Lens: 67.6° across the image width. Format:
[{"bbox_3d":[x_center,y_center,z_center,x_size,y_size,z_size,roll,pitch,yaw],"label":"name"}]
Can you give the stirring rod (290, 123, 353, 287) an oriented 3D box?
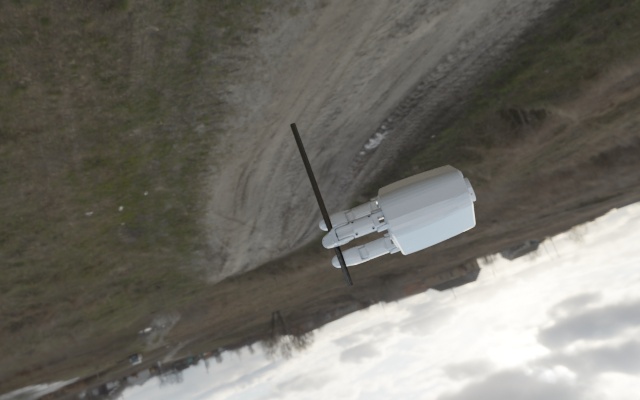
[{"bbox_3d":[0.000,0.002,0.657,0.011,0.239,0.011,-19,-11,-4],"label":"stirring rod"}]
